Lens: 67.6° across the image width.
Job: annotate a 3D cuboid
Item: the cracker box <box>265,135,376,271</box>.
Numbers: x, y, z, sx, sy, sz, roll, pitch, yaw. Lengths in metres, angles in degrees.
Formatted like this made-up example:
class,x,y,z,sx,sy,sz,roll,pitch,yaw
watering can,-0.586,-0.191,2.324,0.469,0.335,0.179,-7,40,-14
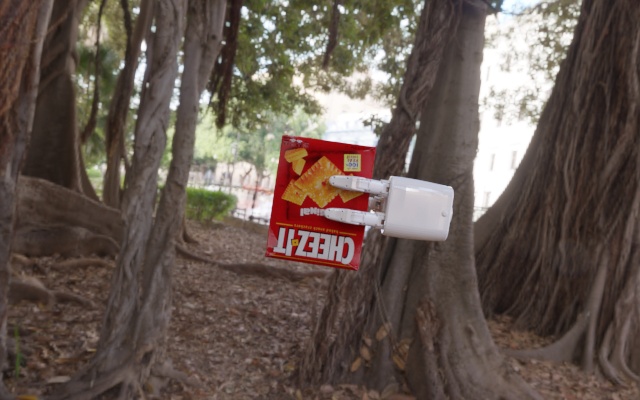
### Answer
class,x,y,z,sx,sy,sz,roll,pitch,yaw
cracker box,0.000,0.003,0.829,0.164,0.213,0.072,8,0,2
